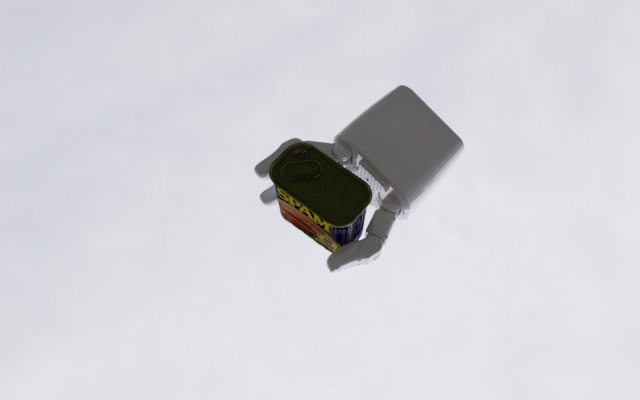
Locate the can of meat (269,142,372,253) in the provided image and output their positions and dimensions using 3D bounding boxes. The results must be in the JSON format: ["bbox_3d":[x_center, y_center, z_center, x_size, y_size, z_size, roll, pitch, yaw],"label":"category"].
[{"bbox_3d":[0.000,0.002,0.493,0.102,0.057,0.084,36,-21,18],"label":"can of meat"}]
